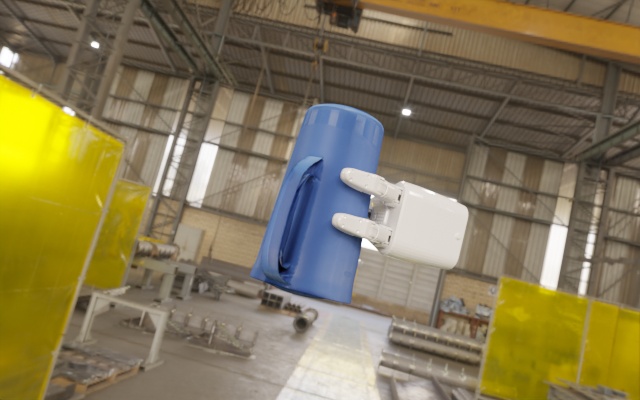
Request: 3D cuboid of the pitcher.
[{"bbox_3d":[0.000,0.002,0.613,0.145,0.243,0.149,17,-8,-19],"label":"pitcher"}]
